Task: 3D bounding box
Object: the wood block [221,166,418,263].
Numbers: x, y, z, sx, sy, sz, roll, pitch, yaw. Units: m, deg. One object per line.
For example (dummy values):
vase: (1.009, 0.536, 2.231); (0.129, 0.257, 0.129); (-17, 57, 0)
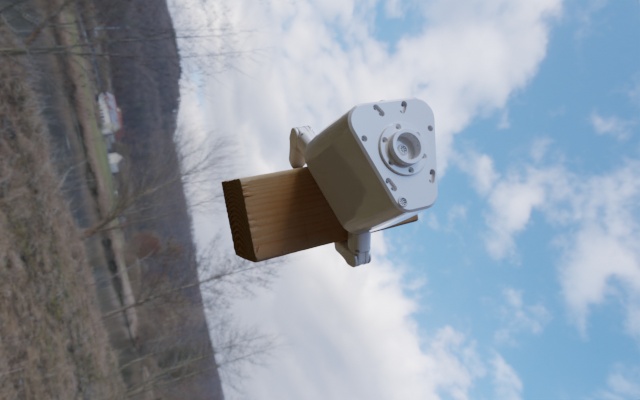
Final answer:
wood block: (0.000, 0.002, 0.565); (0.206, 0.091, 0.090); (-12, 4, -24)
